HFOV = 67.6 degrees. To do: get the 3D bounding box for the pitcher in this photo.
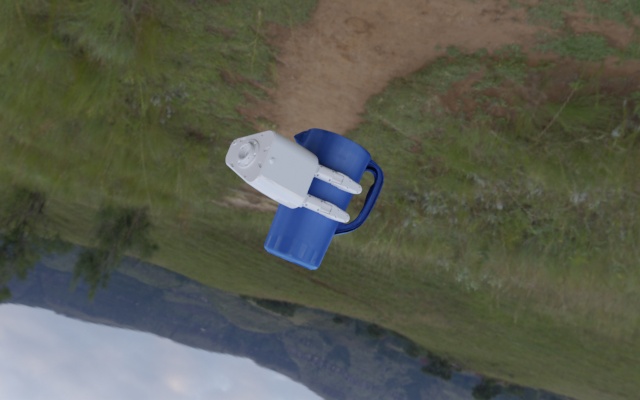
[{"bbox_3d":[0.000,0.003,0.884,0.149,0.243,0.145,16,-9,43],"label":"pitcher"}]
